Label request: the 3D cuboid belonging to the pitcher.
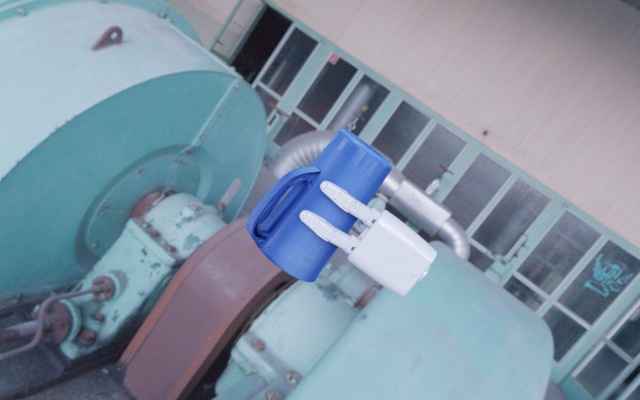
[{"bbox_3d":[0.000,0.003,0.790,0.145,0.243,0.149,37,9,4],"label":"pitcher"}]
